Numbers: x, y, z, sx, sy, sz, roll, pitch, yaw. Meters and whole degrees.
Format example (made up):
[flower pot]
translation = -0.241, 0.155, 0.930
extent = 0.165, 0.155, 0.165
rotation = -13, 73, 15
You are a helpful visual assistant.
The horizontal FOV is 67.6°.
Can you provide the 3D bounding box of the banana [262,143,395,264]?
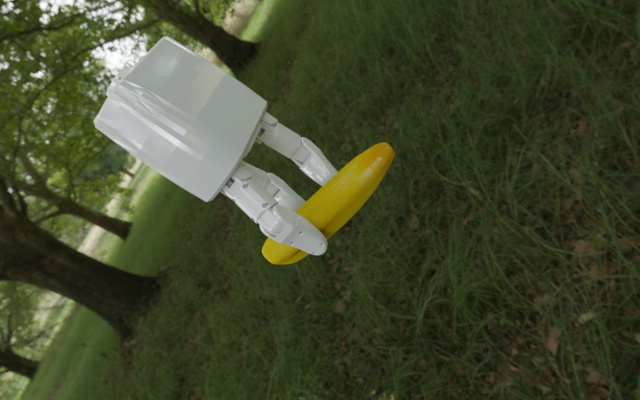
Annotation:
[banana]
translation = -0.007, 0.016, 0.442
extent = 0.037, 0.069, 0.198
rotation = 36, -43, -14
